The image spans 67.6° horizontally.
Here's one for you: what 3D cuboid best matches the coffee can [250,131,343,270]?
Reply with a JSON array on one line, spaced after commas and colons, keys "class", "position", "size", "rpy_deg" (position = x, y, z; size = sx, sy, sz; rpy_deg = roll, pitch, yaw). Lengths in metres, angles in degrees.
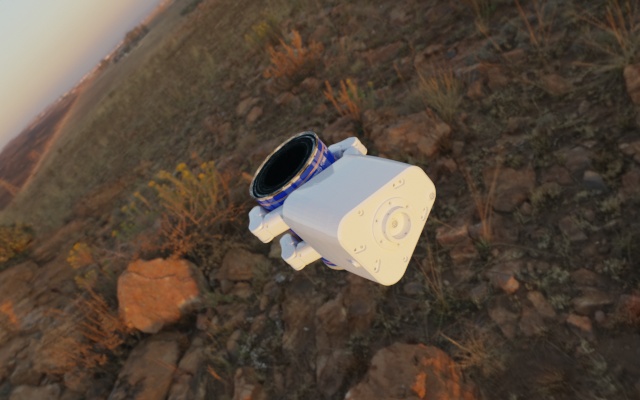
[{"class": "coffee can", "position": [0.000, 0.002, 0.574], "size": [0.140, 0.102, 0.103], "rpy_deg": [45, -25, -28]}]
